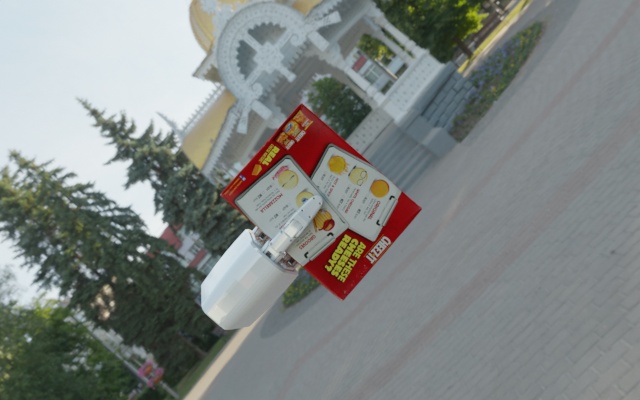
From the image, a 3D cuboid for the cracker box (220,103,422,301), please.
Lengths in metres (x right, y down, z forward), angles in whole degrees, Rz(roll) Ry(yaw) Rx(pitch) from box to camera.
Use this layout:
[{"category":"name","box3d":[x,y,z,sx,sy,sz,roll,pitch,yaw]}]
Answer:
[{"category":"cracker box","box3d":[0.000,0.002,0.652,0.213,0.164,0.072,41,-1,-1]}]
